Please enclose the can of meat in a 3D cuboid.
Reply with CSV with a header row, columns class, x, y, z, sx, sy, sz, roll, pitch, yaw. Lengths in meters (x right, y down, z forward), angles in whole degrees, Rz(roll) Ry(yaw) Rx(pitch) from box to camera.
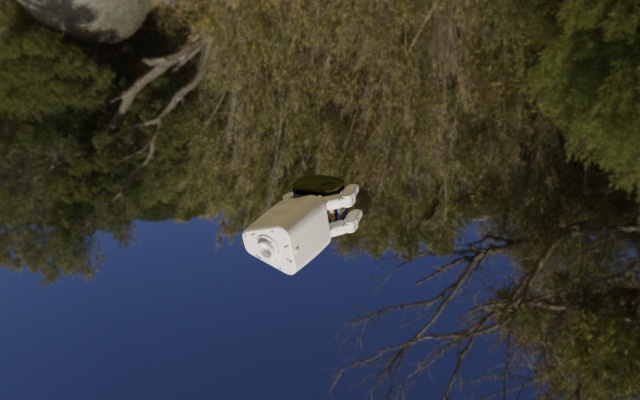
class,x,y,z,sx,sy,sz,roll,pitch,yaw
can of meat,0.000,0.003,0.880,0.102,0.084,0.057,8,30,30
